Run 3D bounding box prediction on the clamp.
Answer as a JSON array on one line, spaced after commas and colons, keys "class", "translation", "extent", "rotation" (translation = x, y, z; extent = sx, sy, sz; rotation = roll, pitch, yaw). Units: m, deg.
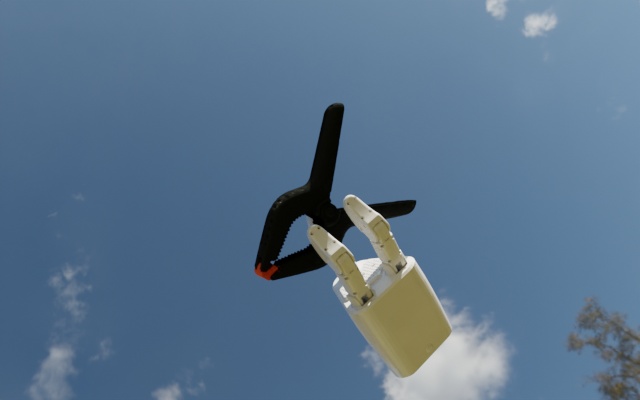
[{"class": "clamp", "translation": [-0.001, 0.002, 0.541], "extent": [0.210, 0.164, 0.036], "rotation": [-39, 15, -20]}]
